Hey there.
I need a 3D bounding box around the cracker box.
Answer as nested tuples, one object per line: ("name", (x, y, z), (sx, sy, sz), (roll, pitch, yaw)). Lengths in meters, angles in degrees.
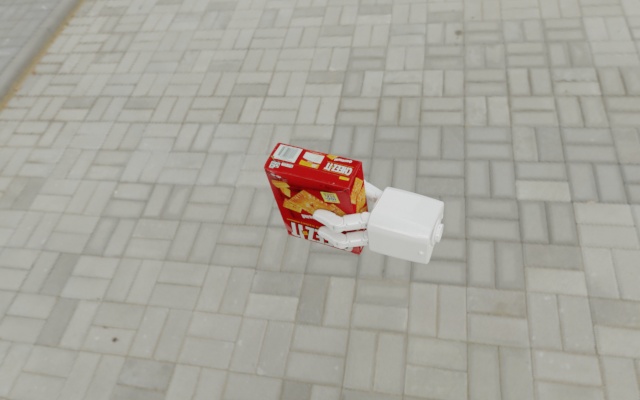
("cracker box", (0.000, 0.003, 0.885), (0.164, 0.072, 0.214), (15, -33, 21))
